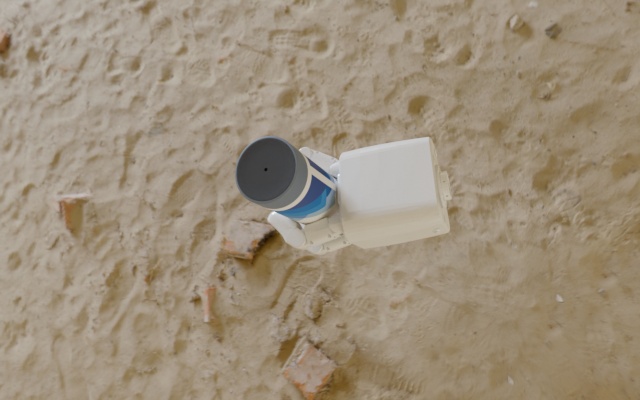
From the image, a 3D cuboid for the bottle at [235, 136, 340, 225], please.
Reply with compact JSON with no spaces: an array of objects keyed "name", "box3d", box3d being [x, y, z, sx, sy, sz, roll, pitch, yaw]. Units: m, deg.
[{"name":"bottle","box3d":[0.000,0.002,0.581,0.069,0.069,0.296,0,-12,21]}]
